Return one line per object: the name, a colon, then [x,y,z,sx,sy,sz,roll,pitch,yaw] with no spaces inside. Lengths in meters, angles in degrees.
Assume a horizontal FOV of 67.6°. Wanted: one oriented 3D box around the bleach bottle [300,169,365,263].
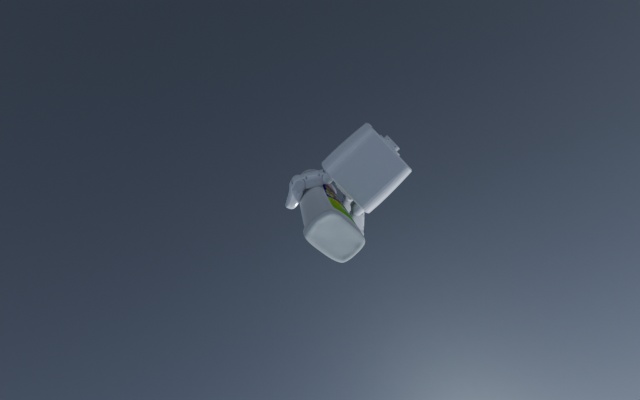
bleach bottle: [0.000,0.003,0.840,0.103,0.068,0.250,40,12,-27]
